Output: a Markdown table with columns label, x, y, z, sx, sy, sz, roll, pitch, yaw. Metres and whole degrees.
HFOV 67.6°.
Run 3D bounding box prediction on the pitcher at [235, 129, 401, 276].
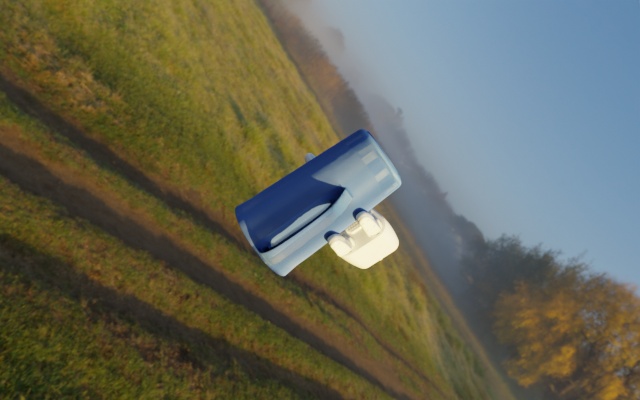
| label | x | y | z | sx | sy | sz | roll | pitch | yaw |
| --- | --- | --- | --- | --- | --- | --- | --- | --- | --- |
| pitcher | 0.000 | 0.002 | 0.734 | 0.243 | 0.149 | 0.145 | -35 | -30 | 6 |
